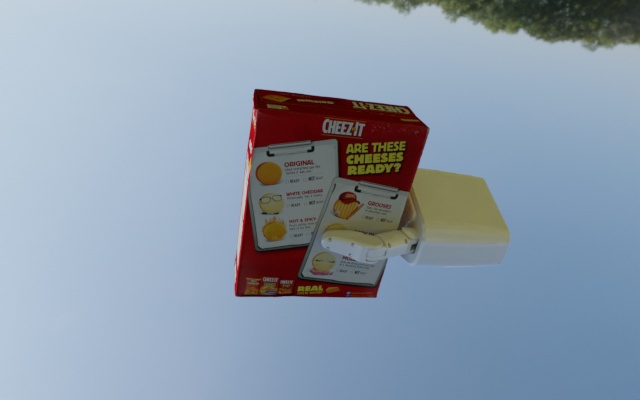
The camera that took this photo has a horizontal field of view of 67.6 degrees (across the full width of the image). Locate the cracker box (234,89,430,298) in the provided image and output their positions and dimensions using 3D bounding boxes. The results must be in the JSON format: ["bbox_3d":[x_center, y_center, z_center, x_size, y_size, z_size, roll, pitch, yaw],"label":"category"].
[{"bbox_3d":[0.000,0.002,0.502,0.164,0.214,0.072,3,30,-14],"label":"cracker box"}]
